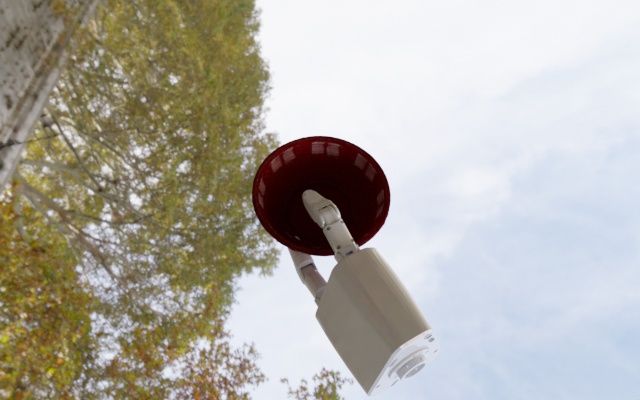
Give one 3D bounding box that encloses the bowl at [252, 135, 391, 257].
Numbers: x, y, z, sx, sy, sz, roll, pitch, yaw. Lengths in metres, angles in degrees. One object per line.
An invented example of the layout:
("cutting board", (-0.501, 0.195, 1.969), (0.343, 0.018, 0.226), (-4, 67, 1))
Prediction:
("bowl", (0.000, 0.001, 0.575), (0.162, 0.162, 0.055), (0, -29, -4))
